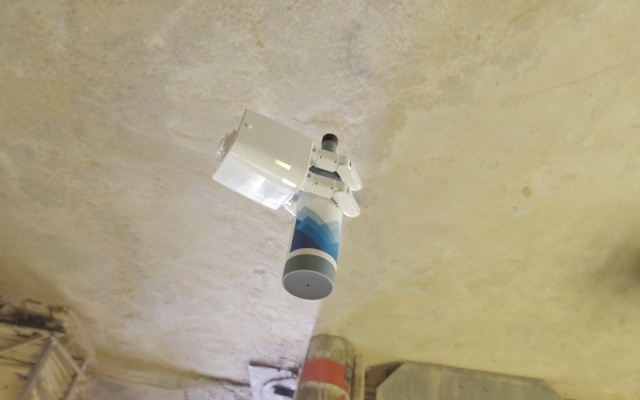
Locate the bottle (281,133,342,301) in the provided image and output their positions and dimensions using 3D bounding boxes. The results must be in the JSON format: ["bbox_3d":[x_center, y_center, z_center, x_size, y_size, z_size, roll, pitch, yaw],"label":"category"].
[{"bbox_3d":[0.000,0.003,0.696,0.069,0.295,0.069,4,-44,4],"label":"bottle"}]
